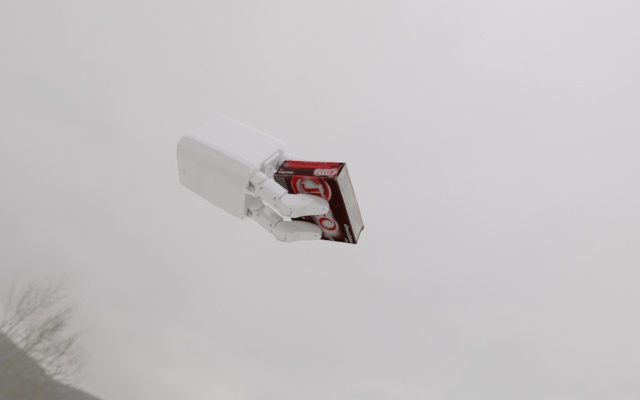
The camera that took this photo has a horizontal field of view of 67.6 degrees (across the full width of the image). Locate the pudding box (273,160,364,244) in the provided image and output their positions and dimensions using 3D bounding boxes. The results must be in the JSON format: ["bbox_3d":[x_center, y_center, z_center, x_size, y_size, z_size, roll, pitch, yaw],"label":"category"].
[{"bbox_3d":[0.000,0.002,0.616,0.090,0.114,0.039,5,45,30],"label":"pudding box"}]
